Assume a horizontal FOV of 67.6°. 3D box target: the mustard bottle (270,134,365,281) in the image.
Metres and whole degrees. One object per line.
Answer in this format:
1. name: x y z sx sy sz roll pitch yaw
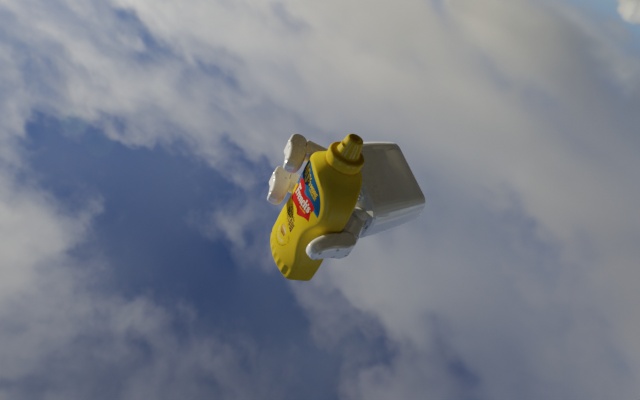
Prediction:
1. mustard bottle: 0.000 0.002 0.550 0.058 0.096 0.192 10 -48 -24
